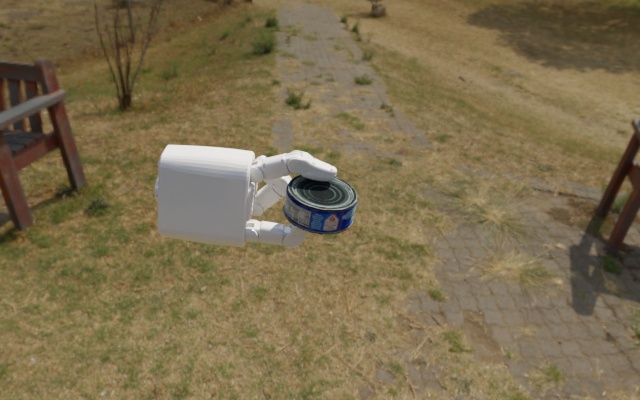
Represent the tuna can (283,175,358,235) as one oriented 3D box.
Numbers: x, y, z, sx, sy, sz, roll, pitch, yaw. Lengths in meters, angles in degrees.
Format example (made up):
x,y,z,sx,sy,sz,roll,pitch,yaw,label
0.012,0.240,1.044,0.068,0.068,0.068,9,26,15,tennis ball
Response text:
x,y,z,sx,sy,sz,roll,pitch,yaw,label
0.000,0.001,0.564,0.086,0.034,0.086,8,31,-5,tuna can
